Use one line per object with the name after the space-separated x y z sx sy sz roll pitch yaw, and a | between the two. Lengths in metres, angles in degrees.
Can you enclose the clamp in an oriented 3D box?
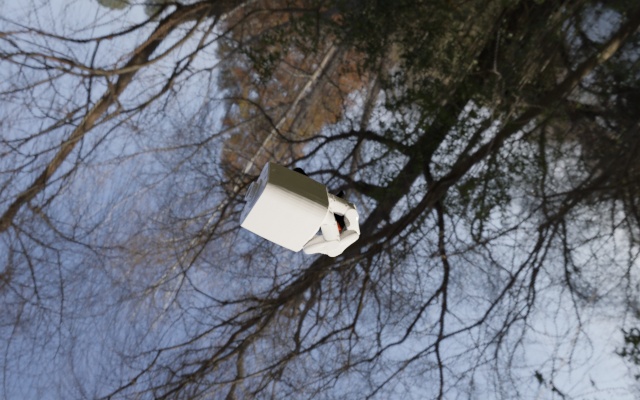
0.000 0.003 0.854 0.120 0.039 0.171 26 22 -17 | clamp
